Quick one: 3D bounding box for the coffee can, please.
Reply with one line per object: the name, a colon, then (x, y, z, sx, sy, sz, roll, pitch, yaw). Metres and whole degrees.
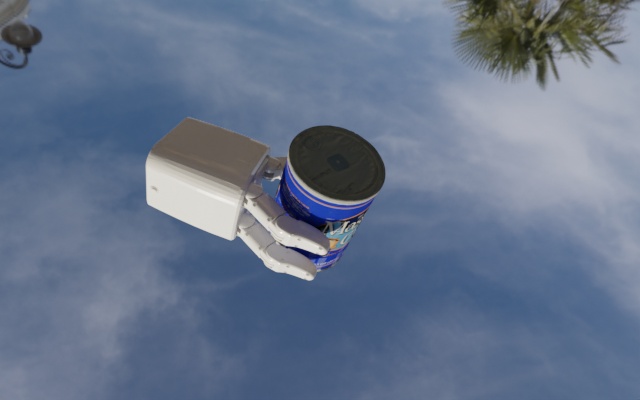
coffee can: (0.000, 0.002, 0.535, 0.103, 0.102, 0.140, 0, -37, -19)
